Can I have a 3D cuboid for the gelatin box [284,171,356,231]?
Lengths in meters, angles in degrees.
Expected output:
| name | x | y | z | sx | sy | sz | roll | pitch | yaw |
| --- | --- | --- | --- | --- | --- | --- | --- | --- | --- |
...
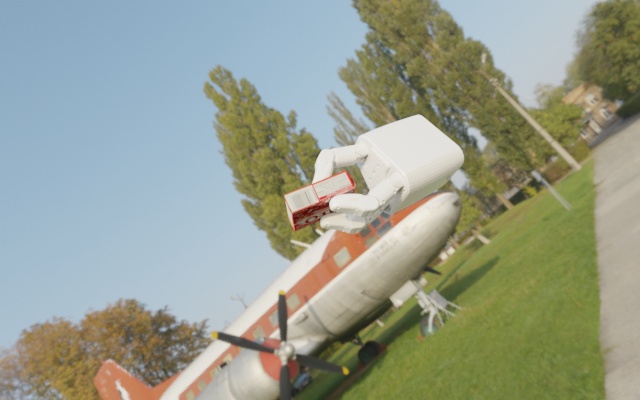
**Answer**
| name | x | y | z | sx | sy | sz | roll | pitch | yaw |
| --- | --- | --- | --- | --- | --- | --- | --- | --- | --- |
| gelatin box | 0.000 | 0.002 | 0.623 | 0.089 | 0.030 | 0.073 | -22 | -19 | -8 |
